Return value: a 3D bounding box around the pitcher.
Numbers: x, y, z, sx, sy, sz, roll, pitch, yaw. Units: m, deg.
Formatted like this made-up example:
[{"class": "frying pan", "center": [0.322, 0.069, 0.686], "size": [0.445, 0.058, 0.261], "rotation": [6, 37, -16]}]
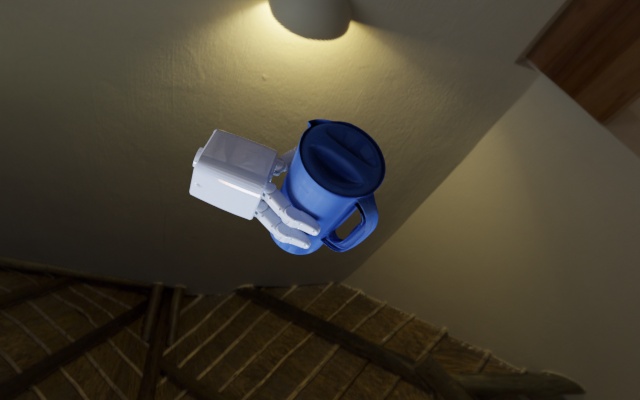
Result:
[{"class": "pitcher", "center": [0.000, 0.002, 0.767], "size": [0.145, 0.149, 0.243], "rotation": [21, -35, -9]}]
